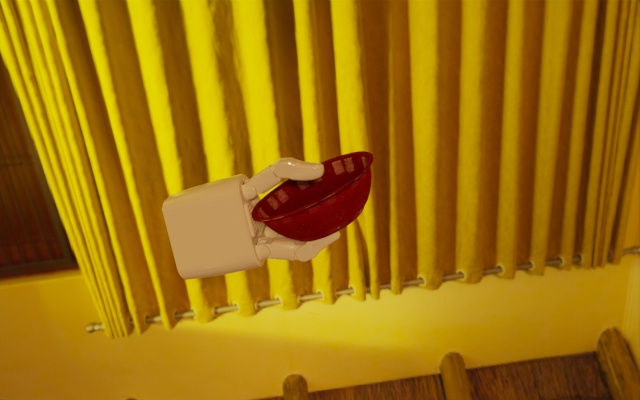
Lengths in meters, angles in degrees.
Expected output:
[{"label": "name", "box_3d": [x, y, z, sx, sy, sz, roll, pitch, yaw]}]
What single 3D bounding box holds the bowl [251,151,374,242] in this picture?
[{"label": "bowl", "box_3d": [0.001, 0.002, 0.576, 0.162, 0.055, 0.162, -25, 16, 8]}]
